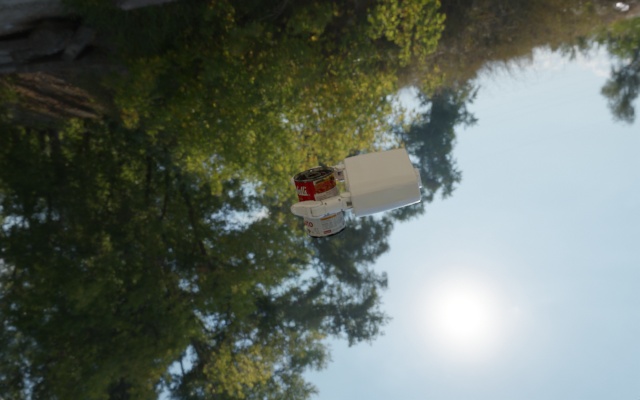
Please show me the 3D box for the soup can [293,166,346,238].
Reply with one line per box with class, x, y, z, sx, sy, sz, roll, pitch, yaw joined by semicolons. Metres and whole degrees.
soup can;0.000;0.003;0.787;0.068;0.102;0.068;-12;18;4
